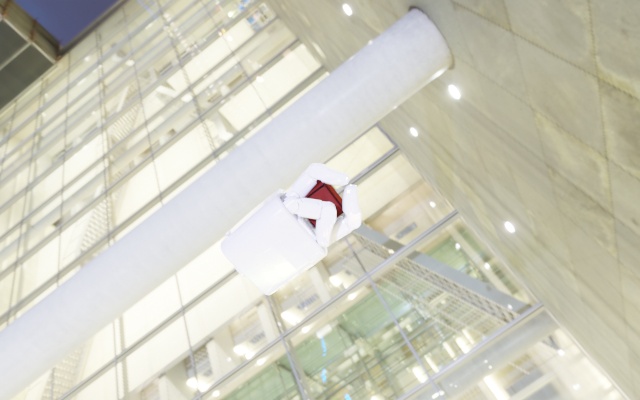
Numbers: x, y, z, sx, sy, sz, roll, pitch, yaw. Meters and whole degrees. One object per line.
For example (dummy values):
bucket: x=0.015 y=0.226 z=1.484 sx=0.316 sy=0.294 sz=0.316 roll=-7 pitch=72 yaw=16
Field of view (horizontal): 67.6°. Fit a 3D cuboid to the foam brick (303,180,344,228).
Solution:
foam brick: x=0.000 y=0.002 z=0.708 sx=0.051 sy=0.053 sz=0.078 roll=-38 pitch=10 yaw=6
